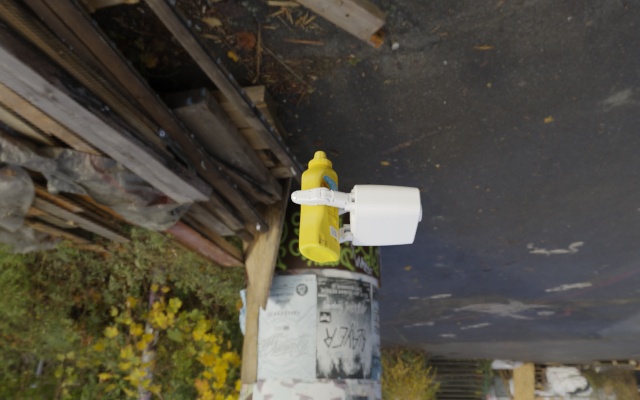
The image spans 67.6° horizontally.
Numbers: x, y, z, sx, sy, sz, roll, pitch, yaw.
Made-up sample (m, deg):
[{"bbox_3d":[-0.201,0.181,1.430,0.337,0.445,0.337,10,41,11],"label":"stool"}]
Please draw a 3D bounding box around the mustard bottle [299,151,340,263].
[{"bbox_3d":[0.000,0.003,0.816,0.058,0.191,0.096,-10,-26,23],"label":"mustard bottle"}]
